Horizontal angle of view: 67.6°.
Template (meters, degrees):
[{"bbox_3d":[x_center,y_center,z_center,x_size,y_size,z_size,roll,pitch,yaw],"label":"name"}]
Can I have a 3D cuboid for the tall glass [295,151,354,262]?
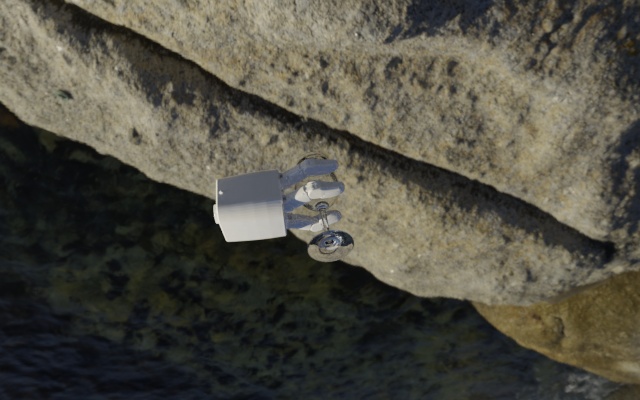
[{"bbox_3d":[0.000,0.003,0.808,0.079,0.079,0.200,0,44,-12],"label":"tall glass"}]
